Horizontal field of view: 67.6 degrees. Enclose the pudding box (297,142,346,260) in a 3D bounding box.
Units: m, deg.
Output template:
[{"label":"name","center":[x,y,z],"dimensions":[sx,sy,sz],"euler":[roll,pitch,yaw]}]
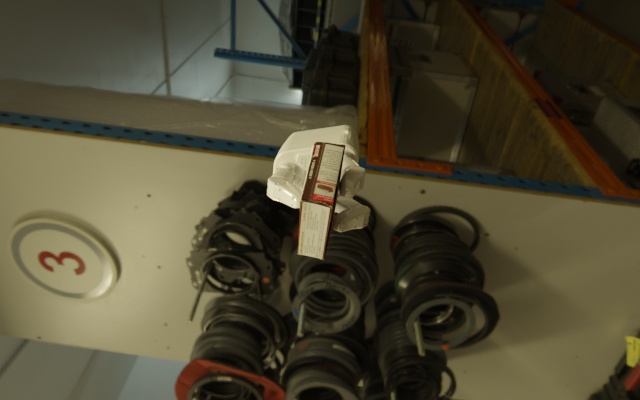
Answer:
[{"label":"pudding box","center":[0.000,0.002,0.553],"dimensions":[0.039,0.090,0.114],"euler":[9,-36,4]}]
